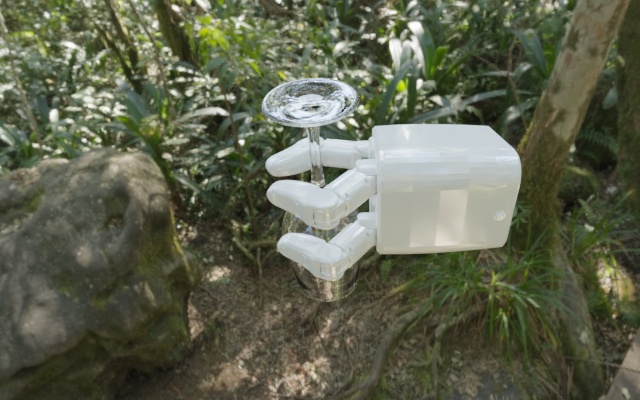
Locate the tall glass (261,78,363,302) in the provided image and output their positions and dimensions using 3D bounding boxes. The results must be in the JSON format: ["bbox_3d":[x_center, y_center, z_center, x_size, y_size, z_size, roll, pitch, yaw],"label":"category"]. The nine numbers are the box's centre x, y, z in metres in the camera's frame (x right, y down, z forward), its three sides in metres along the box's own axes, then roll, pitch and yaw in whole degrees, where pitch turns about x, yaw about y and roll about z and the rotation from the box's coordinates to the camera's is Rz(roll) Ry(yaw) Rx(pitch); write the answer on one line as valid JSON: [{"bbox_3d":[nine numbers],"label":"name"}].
[{"bbox_3d":[0.000,0.001,0.420,0.079,0.201,0.079,-3,39,3],"label":"tall glass"}]
